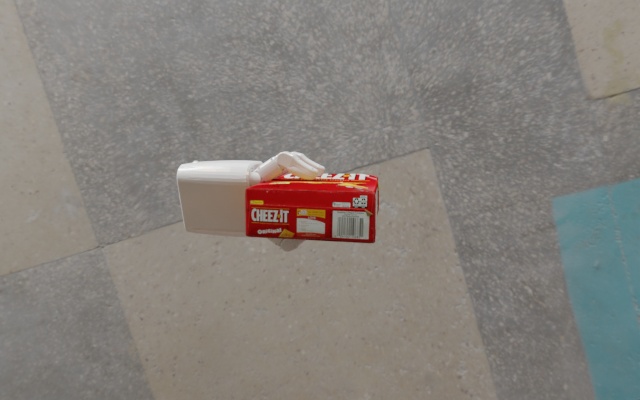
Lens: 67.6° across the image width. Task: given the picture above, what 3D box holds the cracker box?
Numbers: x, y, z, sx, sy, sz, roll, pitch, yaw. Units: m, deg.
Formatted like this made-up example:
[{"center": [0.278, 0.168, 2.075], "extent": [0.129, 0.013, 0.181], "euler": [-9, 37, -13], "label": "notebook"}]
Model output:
[{"center": [0.000, 0.002, 0.684], "extent": [0.164, 0.072, 0.213], "euler": [2, 9, 8], "label": "cracker box"}]
